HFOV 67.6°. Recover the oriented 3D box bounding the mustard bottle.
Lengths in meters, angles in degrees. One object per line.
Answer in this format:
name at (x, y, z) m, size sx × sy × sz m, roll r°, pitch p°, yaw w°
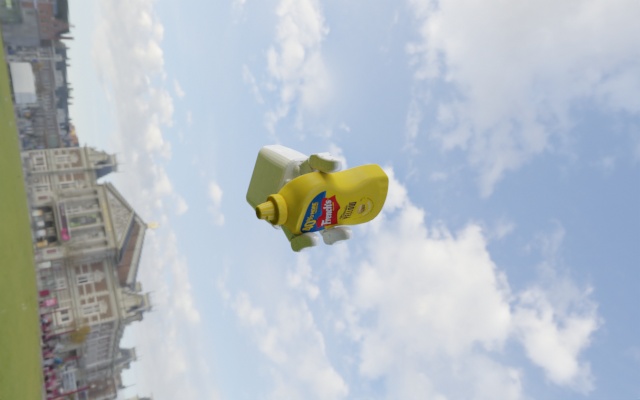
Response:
mustard bottle at (0.000, 0.002, 0.665) m, size 0.191 × 0.096 × 0.058 m, roll -9°, pitch 48°, yaw -30°
